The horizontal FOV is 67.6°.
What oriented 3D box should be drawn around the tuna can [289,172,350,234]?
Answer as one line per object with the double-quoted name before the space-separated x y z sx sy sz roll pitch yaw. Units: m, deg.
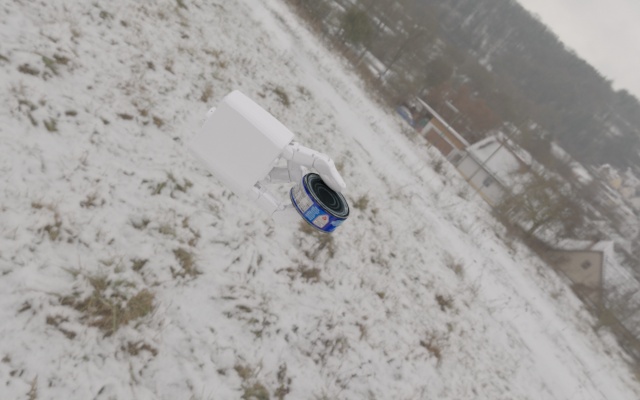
"tuna can" 0.001 0.002 0.666 0.034 0.086 0.086 -44 -21 24
